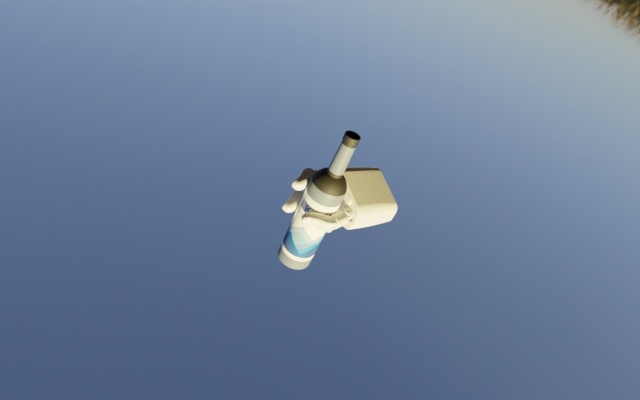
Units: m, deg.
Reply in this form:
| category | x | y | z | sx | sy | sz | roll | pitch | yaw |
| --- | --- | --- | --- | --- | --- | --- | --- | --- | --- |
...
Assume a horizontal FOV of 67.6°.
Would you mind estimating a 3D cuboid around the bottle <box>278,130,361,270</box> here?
| category | x | y | z | sx | sy | sz | roll | pitch | yaw |
| --- | --- | --- | --- | --- | --- | --- | --- | --- | --- |
| bottle | 0.000 | 0.003 | 0.851 | 0.069 | 0.296 | 0.069 | 17 | 37 | -13 |
